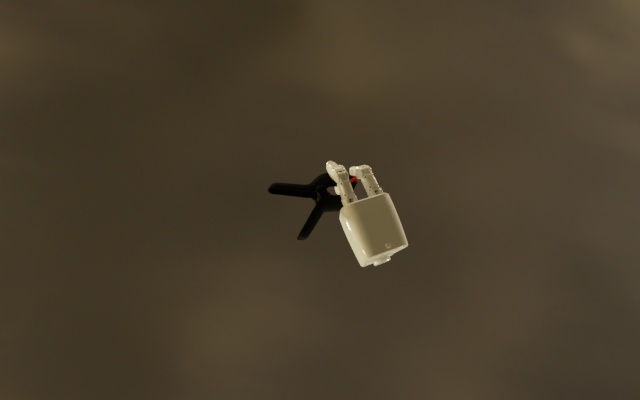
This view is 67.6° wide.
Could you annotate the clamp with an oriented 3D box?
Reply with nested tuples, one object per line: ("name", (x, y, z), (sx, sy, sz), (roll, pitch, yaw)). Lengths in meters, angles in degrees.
("clamp", (0.000, 0.003, 0.885), (0.171, 0.120, 0.039), (-16, -16, -20))
